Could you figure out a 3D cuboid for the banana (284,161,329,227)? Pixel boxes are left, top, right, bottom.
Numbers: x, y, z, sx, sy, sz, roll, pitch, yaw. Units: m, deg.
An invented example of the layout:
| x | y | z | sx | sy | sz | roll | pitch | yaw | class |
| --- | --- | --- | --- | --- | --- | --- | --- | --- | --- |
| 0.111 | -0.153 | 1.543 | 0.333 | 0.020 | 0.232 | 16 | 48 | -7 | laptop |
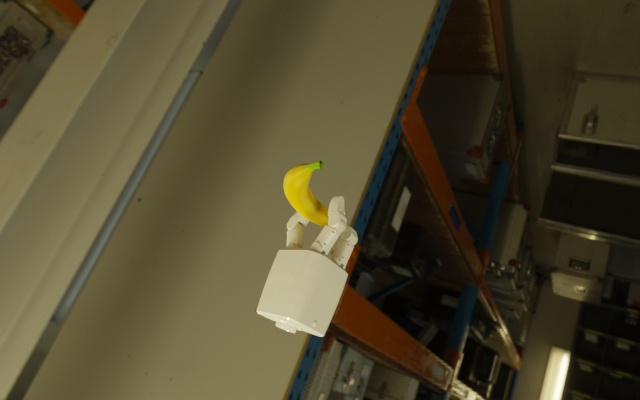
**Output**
| x | y | z | sx | sy | sz | roll | pitch | yaw | class |
| --- | --- | --- | --- | --- | --- | --- | --- | --- | --- |
| -0.018 | -0.003 | 0.742 | 0.069 | 0.037 | 0.198 | 14 | -23 | 16 | banana |
